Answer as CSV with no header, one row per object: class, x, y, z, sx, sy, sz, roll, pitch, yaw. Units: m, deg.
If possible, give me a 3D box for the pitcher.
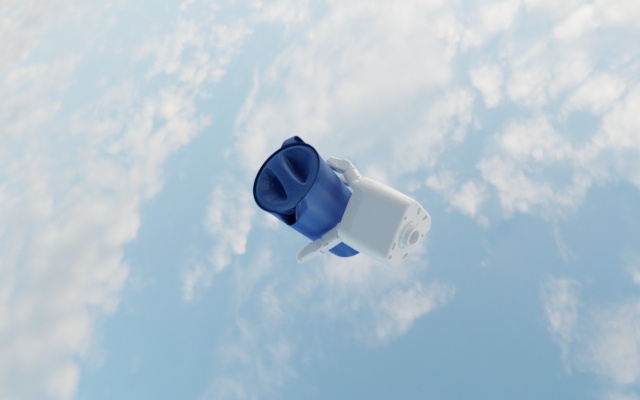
pitcher,0.000,0.003,0.870,0.145,0.149,0.243,28,-9,42
